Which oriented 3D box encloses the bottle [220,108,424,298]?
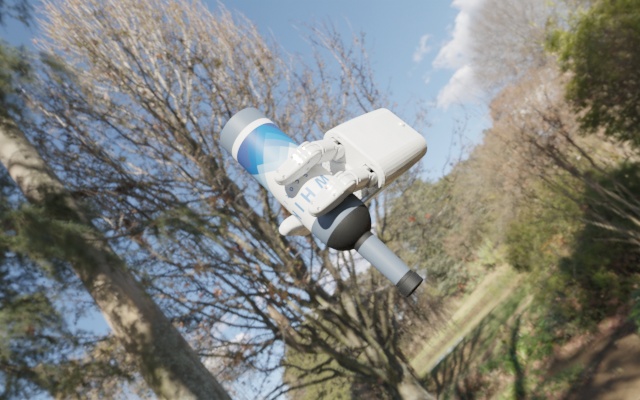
[{"bbox_3d":[0.000,0.002,0.564,0.295,0.069,0.069,42,17,19],"label":"bottle"}]
